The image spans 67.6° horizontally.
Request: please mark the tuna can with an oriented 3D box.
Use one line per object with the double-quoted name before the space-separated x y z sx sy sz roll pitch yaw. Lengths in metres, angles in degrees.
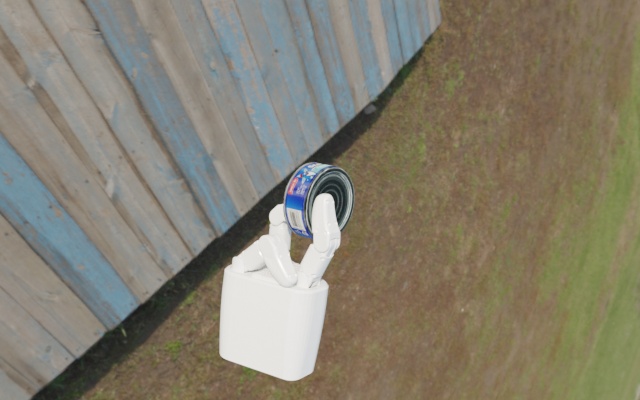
"tuna can" 0.001 0.002 0.533 0.033 0.086 0.086 12 8 40
